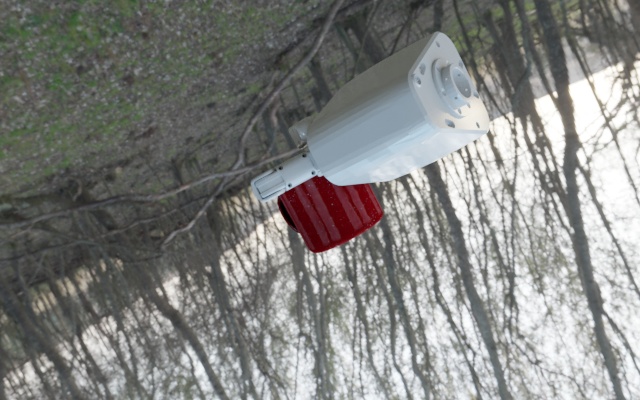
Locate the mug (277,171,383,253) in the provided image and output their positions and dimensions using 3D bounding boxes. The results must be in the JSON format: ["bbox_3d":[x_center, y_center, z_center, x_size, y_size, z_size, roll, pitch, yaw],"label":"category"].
[{"bbox_3d":[-0.001,0.002,0.471,0.117,0.081,0.093,-25,5,44],"label":"mug"}]
